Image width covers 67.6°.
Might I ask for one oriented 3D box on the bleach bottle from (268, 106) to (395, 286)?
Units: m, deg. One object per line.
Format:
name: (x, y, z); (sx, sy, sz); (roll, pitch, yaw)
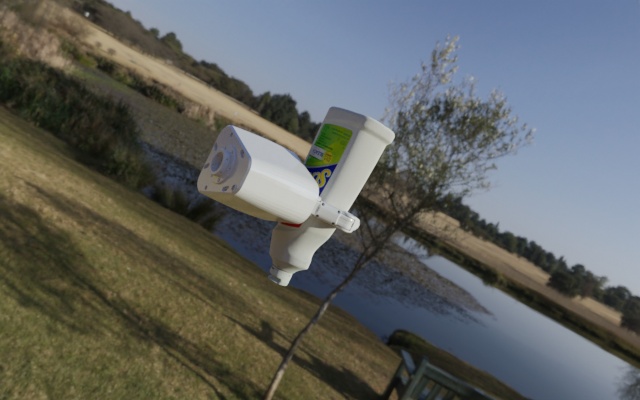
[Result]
bleach bottle: (0.000, 0.002, 0.648); (0.068, 0.251, 0.102); (24, 4, -40)
